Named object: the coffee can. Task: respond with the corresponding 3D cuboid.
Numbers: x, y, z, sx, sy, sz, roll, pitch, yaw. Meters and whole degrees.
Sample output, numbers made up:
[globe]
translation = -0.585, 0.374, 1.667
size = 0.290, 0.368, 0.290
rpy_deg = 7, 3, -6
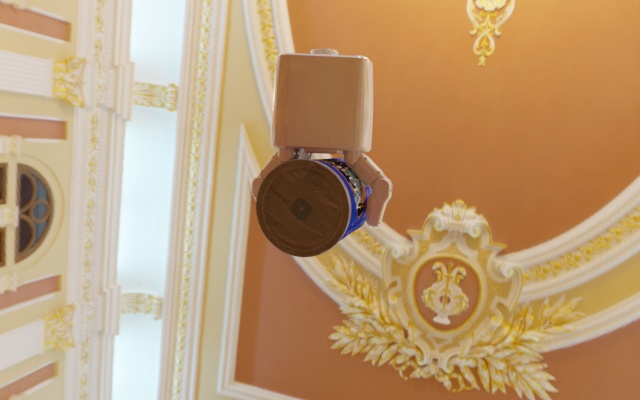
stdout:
[coffee can]
translation = 0.000, 0.002, 0.558
size = 0.103, 0.103, 0.140
rpy_deg = 0, 6, 17
